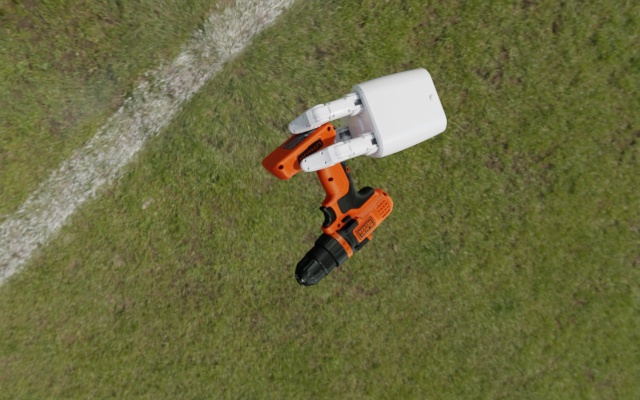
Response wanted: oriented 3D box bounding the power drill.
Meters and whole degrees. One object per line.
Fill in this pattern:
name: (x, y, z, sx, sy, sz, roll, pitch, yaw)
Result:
power drill: (0.000, 0.002, 0.657, 0.184, 0.188, 0.057, -44, 29, -21)
